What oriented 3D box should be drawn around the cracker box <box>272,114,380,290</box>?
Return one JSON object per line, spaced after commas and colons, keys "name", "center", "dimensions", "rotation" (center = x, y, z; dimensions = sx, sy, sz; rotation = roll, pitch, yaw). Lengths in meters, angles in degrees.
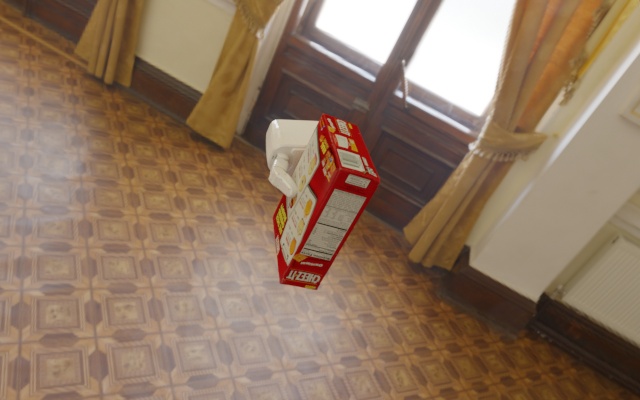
{"name": "cracker box", "center": [0.000, 0.002, 0.724], "dimensions": [0.072, 0.214, 0.164], "rotation": [16, 31, -20]}
